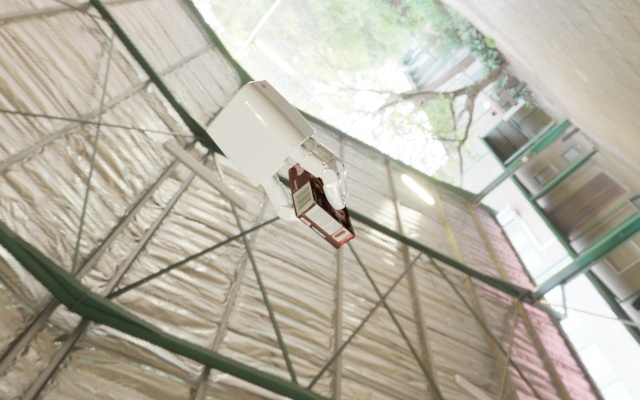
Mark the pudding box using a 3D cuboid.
[{"bbox_3d":[0.000,0.002,0.676,0.039,0.113,0.090,-37,-55,20],"label":"pudding box"}]
